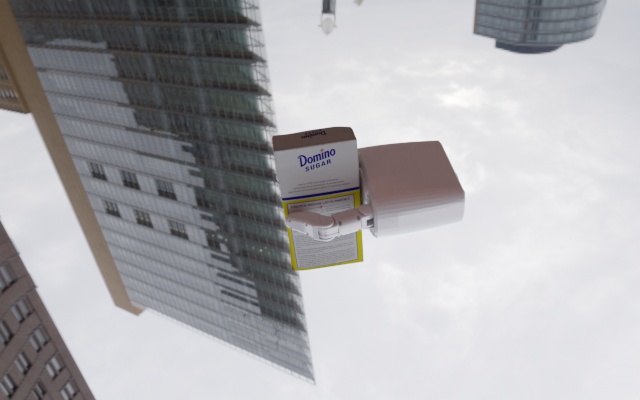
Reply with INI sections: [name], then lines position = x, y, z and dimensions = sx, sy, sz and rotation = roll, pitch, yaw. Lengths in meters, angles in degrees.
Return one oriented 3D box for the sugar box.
[sugar box]
position = 0.000, 0.002, 0.571
dimensions = 0.093, 0.176, 0.048
rotation = -8, 32, -4
